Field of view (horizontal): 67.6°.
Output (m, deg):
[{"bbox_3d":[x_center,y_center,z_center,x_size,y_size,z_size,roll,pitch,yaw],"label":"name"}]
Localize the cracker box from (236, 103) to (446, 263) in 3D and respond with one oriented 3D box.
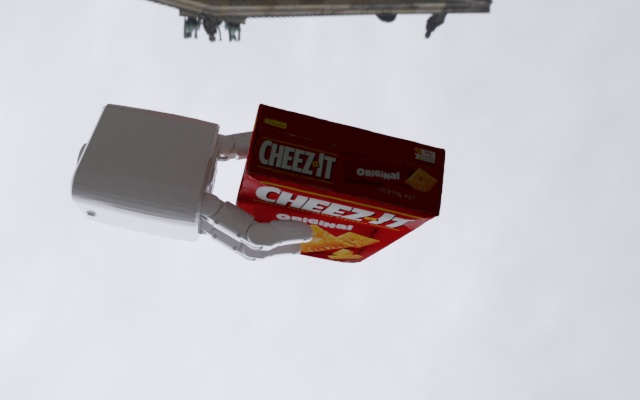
[{"bbox_3d":[0.000,0.001,0.478,0.164,0.072,0.214,12,-20,-10],"label":"cracker box"}]
